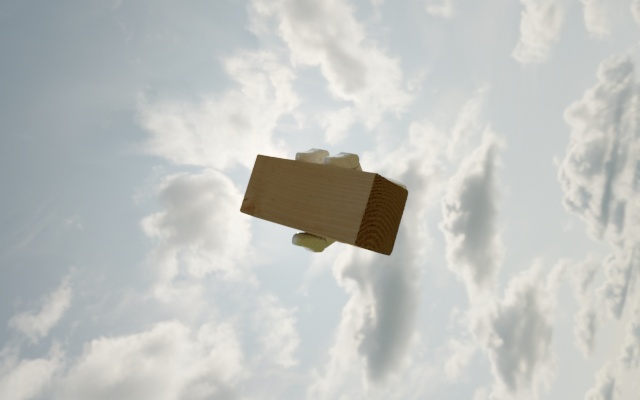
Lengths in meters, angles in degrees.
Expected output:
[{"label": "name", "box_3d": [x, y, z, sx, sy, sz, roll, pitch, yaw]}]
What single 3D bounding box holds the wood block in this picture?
[{"label": "wood block", "box_3d": [0.000, 0.002, 0.649, 0.206, 0.091, 0.090, 12, -6, 39]}]
